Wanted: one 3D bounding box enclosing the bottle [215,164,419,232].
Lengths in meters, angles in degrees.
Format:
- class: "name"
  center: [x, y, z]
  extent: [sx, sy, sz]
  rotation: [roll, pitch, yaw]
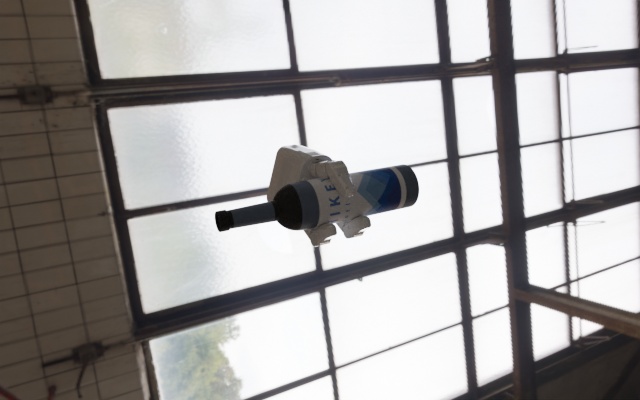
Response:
- class: "bottle"
  center: [0.000, 0.002, 0.667]
  extent: [0.295, 0.069, 0.069]
  rotation: [-11, 5, -25]
